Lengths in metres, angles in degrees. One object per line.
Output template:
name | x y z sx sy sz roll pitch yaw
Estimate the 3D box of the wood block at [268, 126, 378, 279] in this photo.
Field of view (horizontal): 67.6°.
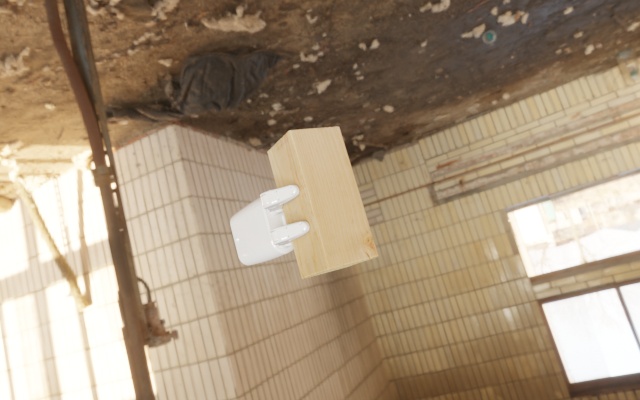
wood block | 0.000 0.003 0.722 0.091 0.206 0.090 -10 -12 -32
